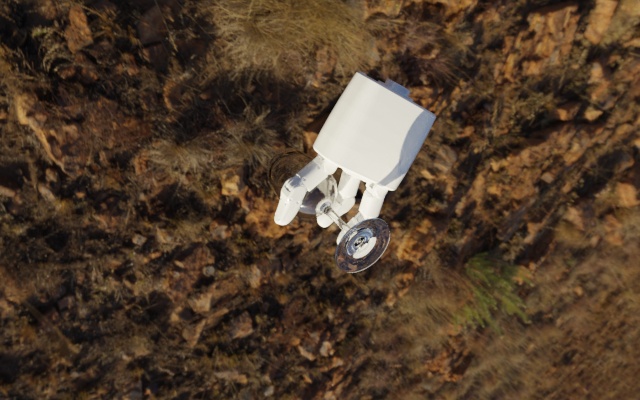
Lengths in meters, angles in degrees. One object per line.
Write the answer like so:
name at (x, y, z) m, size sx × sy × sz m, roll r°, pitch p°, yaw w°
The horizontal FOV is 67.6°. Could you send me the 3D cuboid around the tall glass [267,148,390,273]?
tall glass at (0.000, 0.002, 0.610) m, size 0.079 × 0.079 × 0.201 m, roll 0°, pitch 30°, yaw -35°
